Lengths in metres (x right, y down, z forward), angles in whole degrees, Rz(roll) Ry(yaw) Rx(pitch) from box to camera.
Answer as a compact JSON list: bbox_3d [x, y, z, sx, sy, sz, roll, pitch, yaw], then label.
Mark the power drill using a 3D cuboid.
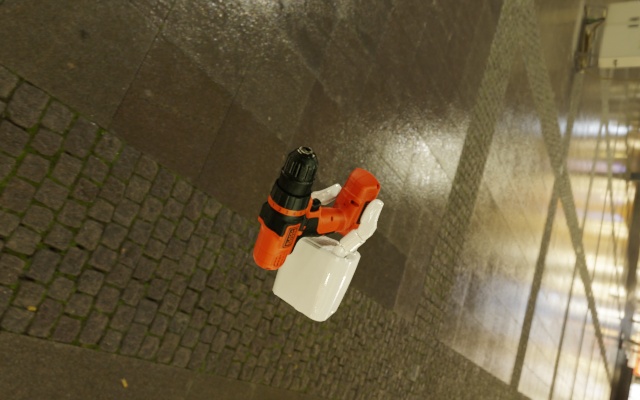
[{"bbox_3d":[0.000,0.002,0.669,0.187,0.184,0.057,-11,44,-44],"label":"power drill"}]
